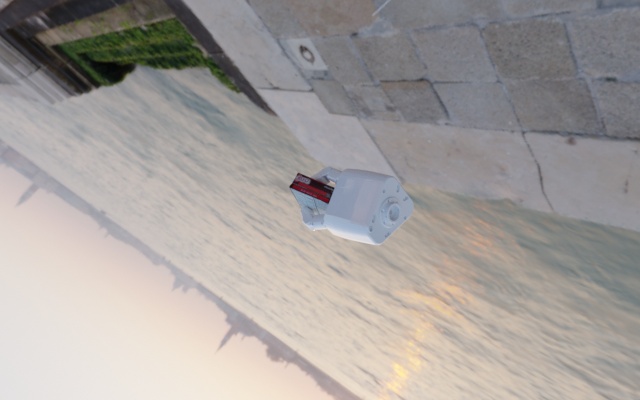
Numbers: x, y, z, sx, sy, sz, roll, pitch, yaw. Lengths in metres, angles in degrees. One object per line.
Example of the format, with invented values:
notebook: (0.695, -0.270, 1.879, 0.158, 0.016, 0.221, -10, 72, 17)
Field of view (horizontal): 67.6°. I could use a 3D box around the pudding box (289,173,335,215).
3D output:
pudding box: (0.000, 0.003, 0.887, 0.090, 0.039, 0.114, 24, -21, 25)
